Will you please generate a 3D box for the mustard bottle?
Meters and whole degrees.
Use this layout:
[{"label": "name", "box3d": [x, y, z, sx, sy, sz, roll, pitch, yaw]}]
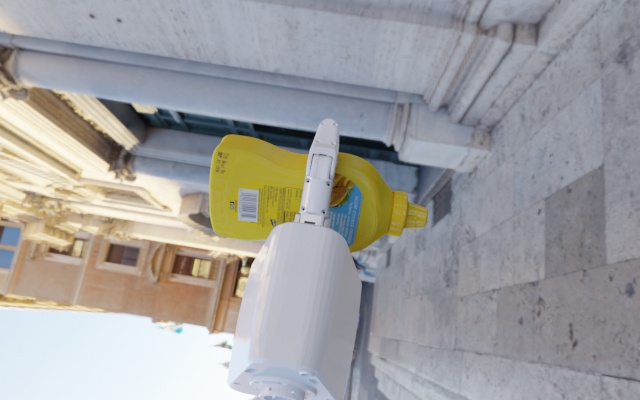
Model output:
[{"label": "mustard bottle", "box3d": [0.000, 0.001, 0.431, 0.191, 0.096, 0.058, 9, 30, 2]}]
